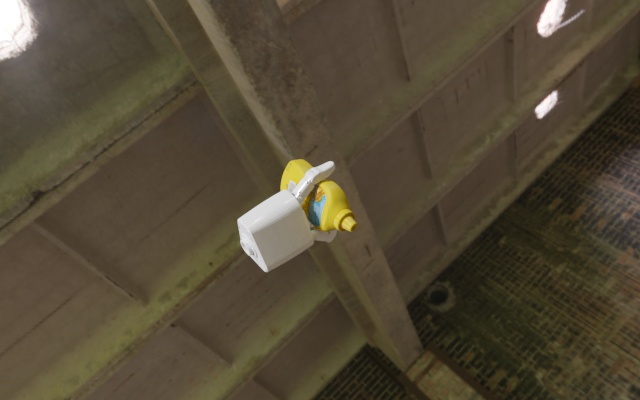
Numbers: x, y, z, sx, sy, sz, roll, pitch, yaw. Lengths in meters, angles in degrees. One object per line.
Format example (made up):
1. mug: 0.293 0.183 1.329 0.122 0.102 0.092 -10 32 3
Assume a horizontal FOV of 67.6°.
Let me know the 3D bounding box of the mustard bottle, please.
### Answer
1. mustard bottle: 0.000 0.003 0.899 0.058 0.096 0.191 -10 35 -39
